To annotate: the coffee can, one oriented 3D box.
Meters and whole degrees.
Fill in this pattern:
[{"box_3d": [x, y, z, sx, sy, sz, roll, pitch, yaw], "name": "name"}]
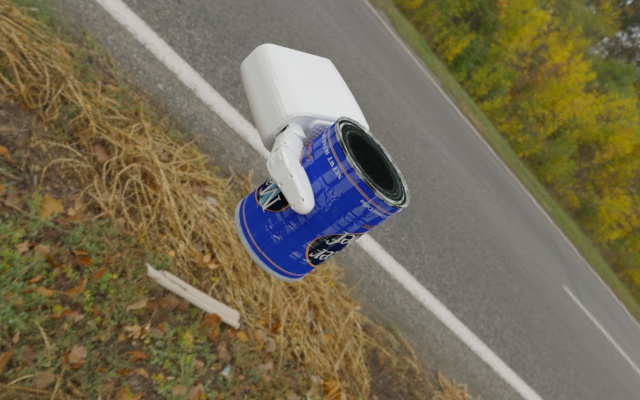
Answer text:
[{"box_3d": [0.000, 0.002, 0.467, 0.140, 0.102, 0.103, -37, -18, 26], "name": "coffee can"}]
